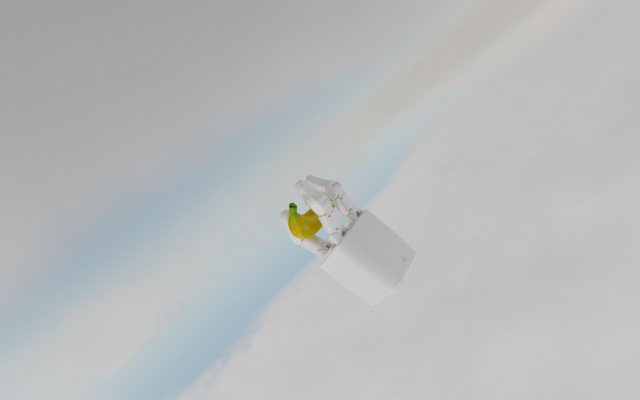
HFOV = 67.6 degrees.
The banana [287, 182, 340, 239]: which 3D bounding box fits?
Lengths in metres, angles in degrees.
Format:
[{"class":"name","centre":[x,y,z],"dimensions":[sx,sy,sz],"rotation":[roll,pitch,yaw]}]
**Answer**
[{"class":"banana","centre":[-0.008,0.020,0.758],"dimensions":[0.037,0.070,0.197],"rotation":[26,20,12]}]
